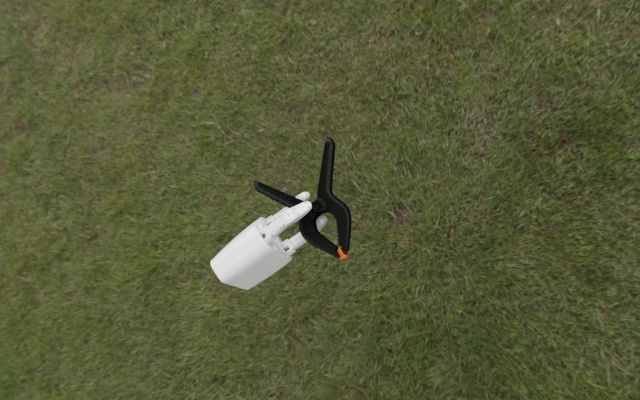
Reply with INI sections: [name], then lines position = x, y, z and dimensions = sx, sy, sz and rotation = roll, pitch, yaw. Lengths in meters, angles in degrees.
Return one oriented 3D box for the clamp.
[clamp]
position = 0.000, 0.003, 0.835
dimensions = 0.164, 0.210, 0.036
rotation = -37, -12, 8
